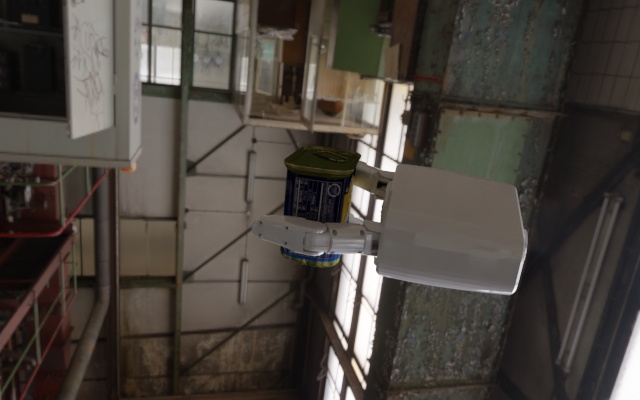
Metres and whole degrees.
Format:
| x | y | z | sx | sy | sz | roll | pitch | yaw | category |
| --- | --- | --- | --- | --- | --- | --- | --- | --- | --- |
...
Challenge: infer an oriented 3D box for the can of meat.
| x | y | z | sx | sy | sz | roll | pitch | yaw | category |
| --- | --- | --- | --- | --- | --- | --- | --- | --- | --- |
| 0.000 | 0.002 | 0.426 | 0.057 | 0.084 | 0.102 | 8 | 16 | 8 | can of meat |
